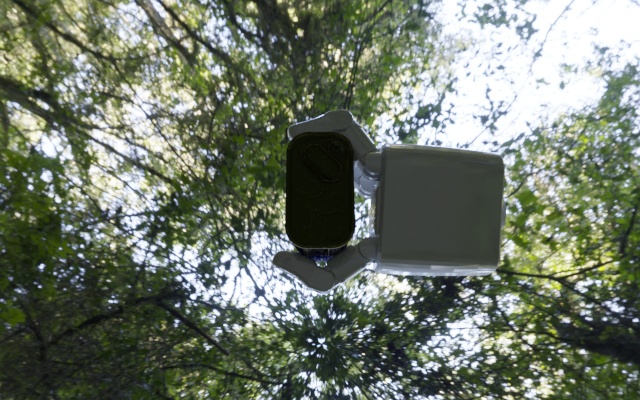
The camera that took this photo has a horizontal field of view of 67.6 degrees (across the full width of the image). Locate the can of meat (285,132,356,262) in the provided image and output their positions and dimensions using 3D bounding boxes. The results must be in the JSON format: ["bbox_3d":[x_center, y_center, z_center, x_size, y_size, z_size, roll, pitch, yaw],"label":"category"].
[{"bbox_3d":[0.000,0.002,0.434,0.057,0.102,0.084,-1,-17,1],"label":"can of meat"}]
